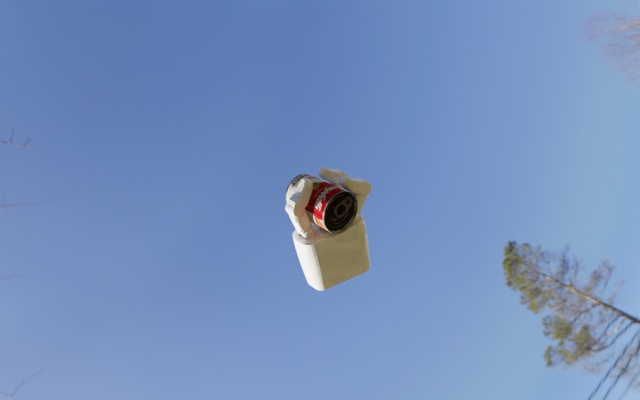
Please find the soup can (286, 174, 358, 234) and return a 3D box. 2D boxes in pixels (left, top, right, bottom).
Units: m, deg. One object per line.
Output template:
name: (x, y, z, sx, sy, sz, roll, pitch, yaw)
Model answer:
soup can: (0.000, 0.002, 0.756, 0.068, 0.068, 0.102, 0, 18, -41)
